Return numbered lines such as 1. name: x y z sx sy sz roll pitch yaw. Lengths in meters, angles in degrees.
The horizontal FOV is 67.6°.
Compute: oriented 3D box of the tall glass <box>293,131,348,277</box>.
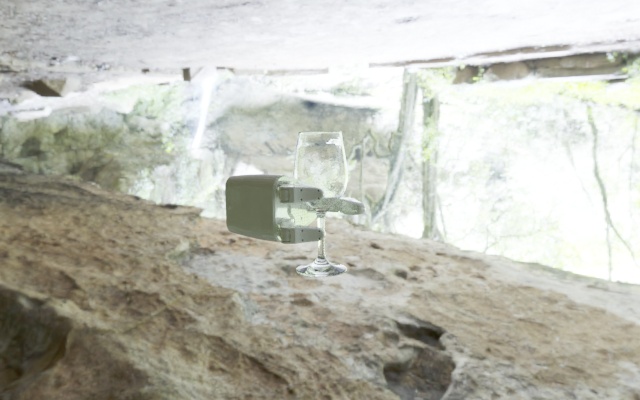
1. tall glass: 0.000 0.003 0.684 0.079 0.201 0.079 0 7 0
